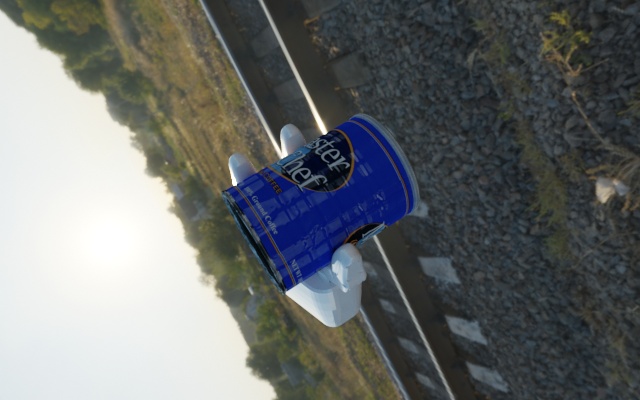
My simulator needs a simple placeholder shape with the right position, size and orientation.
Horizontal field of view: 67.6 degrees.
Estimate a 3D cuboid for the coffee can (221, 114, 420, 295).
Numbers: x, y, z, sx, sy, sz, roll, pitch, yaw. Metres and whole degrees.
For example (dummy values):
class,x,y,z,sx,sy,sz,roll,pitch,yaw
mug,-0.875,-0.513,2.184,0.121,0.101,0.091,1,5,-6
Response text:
class,x,y,z,sx,sy,sz,roll,pitch,yaw
coffee can,0.000,0.001,0.419,0.140,0.103,0.103,-31,8,-13
